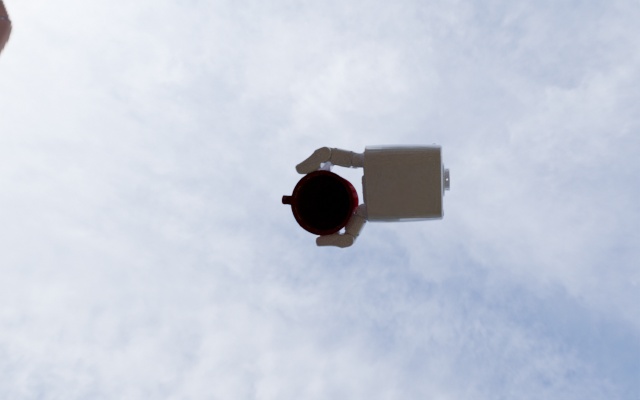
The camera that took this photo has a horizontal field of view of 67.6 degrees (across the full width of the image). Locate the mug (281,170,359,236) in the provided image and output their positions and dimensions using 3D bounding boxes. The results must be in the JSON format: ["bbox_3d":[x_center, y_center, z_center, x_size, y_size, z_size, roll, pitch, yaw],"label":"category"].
[{"bbox_3d":[-0.001,0.002,0.714,0.117,0.093,0.081,1,2,14],"label":"mug"}]
